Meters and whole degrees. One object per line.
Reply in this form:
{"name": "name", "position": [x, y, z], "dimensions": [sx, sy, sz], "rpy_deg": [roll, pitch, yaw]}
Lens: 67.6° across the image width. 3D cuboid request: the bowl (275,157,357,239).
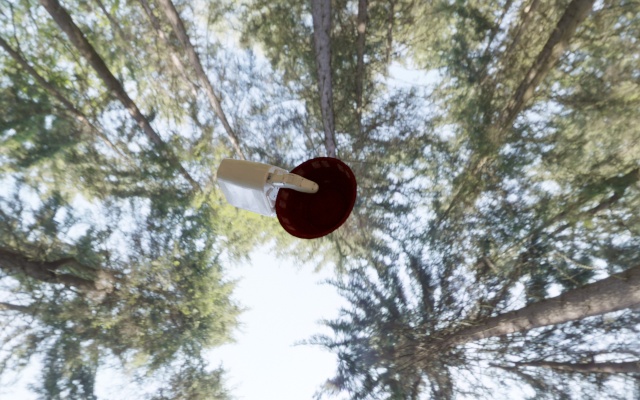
{"name": "bowl", "position": [0.001, 0.004, 0.871], "dimensions": [0.162, 0.162, 0.055], "rpy_deg": [0, -23, 27]}
